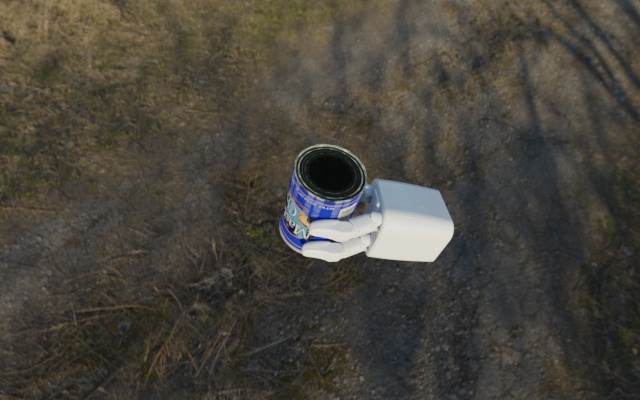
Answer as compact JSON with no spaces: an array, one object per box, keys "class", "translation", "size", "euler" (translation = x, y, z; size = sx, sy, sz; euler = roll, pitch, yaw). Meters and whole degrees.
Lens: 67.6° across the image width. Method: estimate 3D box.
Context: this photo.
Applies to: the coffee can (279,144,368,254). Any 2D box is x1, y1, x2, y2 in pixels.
[{"class":"coffee can","translation":[0.000,0.002,0.698],"size":[0.103,0.102,0.140],"euler":[0,-36,-15]}]
